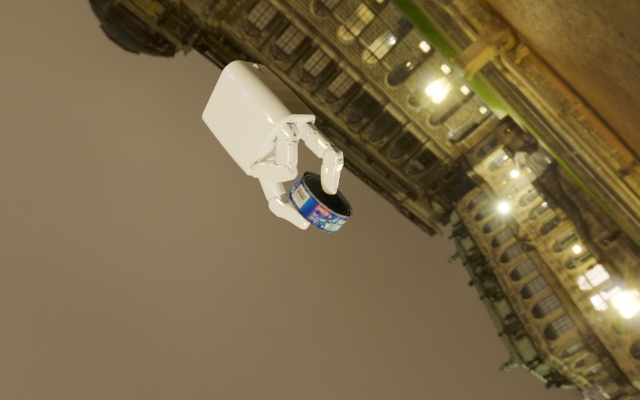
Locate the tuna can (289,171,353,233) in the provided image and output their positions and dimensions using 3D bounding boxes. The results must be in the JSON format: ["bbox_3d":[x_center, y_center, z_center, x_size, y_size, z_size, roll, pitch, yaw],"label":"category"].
[{"bbox_3d":[0.000,0.003,0.639,0.086,0.034,0.086,35,21,-16],"label":"tuna can"}]
